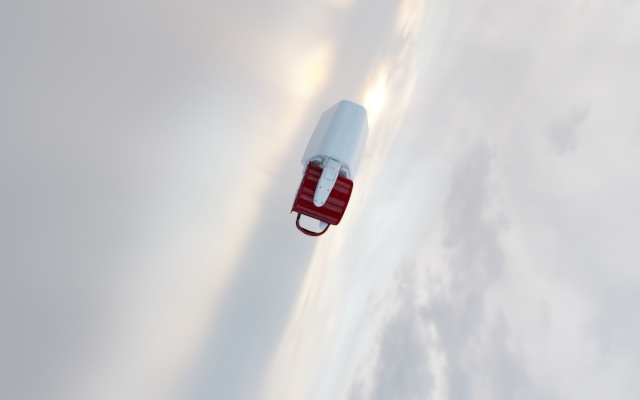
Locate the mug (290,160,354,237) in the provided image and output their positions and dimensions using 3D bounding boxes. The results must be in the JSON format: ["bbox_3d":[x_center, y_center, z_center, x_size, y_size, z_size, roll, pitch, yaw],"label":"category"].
[{"bbox_3d":[0.000,0.004,0.780,0.081,0.117,0.093,20,-14,-3],"label":"mug"}]
